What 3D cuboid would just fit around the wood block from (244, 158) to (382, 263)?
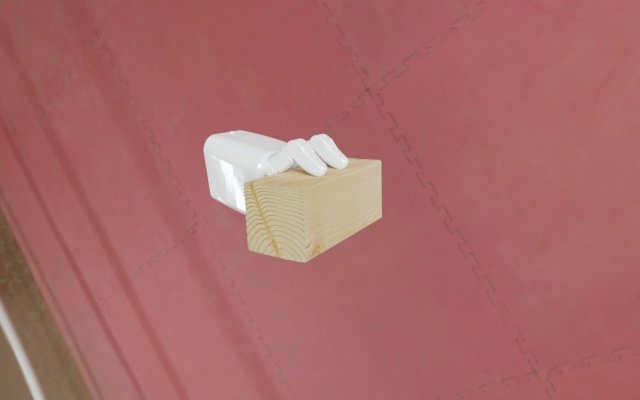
[{"bbox_3d":[0.000,0.002,0.645,0.090,0.091,0.206,7,17,31],"label":"wood block"}]
